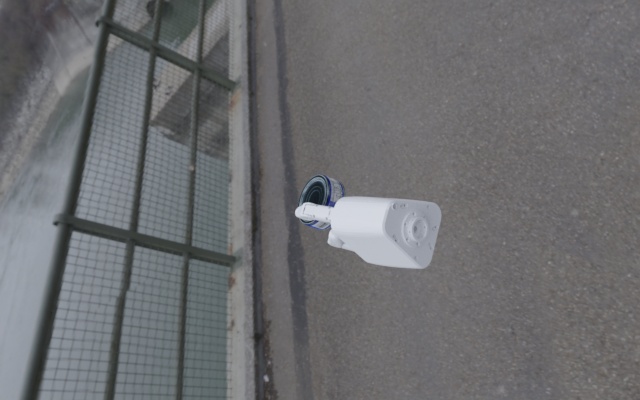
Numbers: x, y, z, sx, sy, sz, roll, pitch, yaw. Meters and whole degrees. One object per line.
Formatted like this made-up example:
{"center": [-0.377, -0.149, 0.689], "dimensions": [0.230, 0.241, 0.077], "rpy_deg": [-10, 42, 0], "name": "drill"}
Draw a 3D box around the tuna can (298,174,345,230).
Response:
{"center": [0.000, 0.002, 0.764], "dimensions": [0.034, 0.086, 0.086], "rpy_deg": [19, -11, -32], "name": "tuna can"}
